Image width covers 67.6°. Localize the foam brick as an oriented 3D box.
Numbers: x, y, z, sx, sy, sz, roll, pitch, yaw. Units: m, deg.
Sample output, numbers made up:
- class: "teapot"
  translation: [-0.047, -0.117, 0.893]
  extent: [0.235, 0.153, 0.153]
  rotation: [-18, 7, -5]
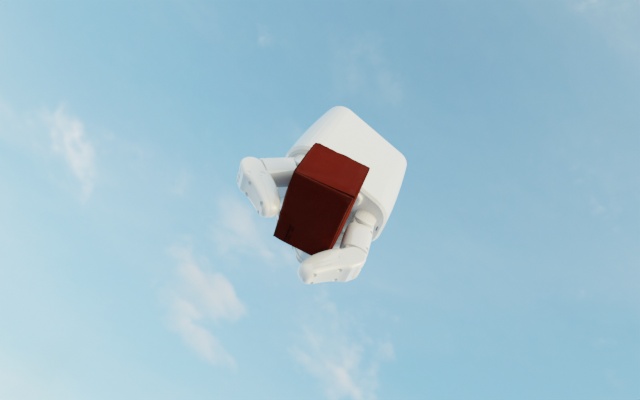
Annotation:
- class: "foam brick"
  translation: [0.000, 0.001, 0.403]
  extent: [0.053, 0.078, 0.051]
  rotation: [26, 40, 5]
